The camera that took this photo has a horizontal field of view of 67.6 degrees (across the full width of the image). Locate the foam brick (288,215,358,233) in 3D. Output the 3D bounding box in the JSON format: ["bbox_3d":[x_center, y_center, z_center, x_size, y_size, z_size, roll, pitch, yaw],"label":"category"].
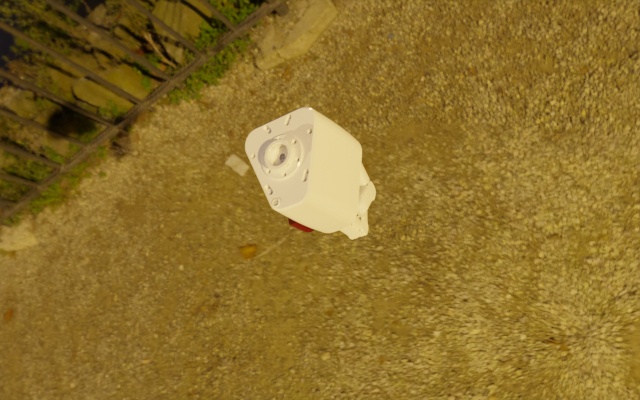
[{"bbox_3d":[0.000,0.002,0.609,0.078,0.053,0.051,-20,-23,24],"label":"foam brick"}]
